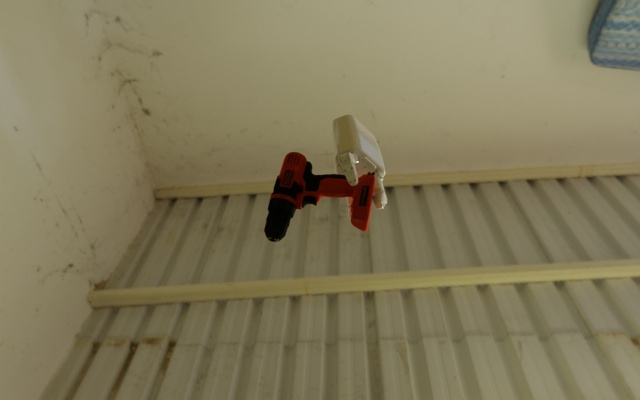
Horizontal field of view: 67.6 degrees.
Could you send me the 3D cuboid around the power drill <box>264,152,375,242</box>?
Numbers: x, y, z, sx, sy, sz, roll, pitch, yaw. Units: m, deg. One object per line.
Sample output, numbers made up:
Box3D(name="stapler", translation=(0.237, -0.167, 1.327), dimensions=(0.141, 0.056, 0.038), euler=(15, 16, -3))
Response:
Box3D(name="power drill", translation=(0.001, 0.003, 0.879), dimensions=(0.187, 0.184, 0.057), euler=(11, -25, 7))
